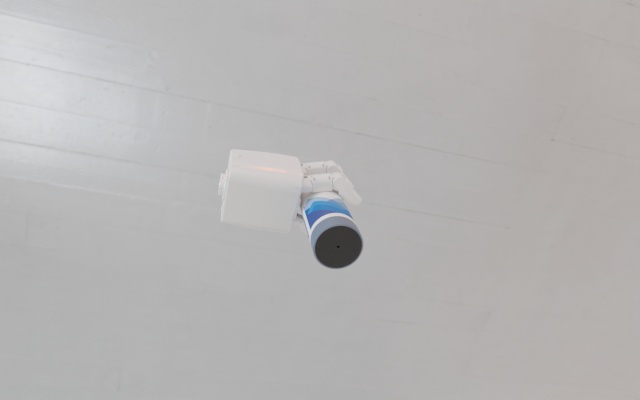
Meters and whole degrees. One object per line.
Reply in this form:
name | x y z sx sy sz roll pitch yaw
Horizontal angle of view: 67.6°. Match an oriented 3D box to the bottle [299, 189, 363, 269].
bottle | 0.000 0.003 0.746 0.069 0.069 0.295 0 23 -10
